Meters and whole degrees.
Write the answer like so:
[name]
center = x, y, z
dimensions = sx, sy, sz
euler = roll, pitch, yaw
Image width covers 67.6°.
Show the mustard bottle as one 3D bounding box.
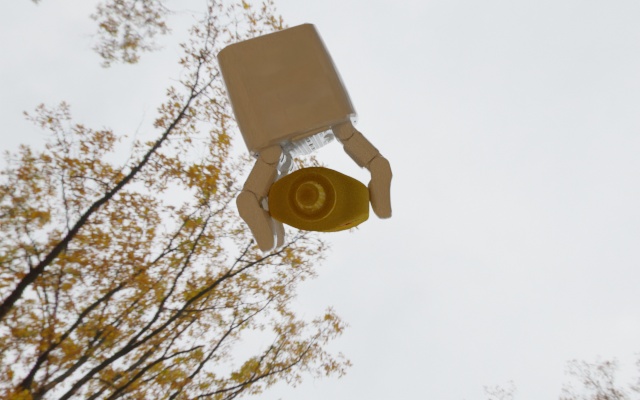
[mustard bottle]
center = 0.000, 0.002, 0.469
dimensions = 0.096, 0.058, 0.191
euler = 1, -4, 6
